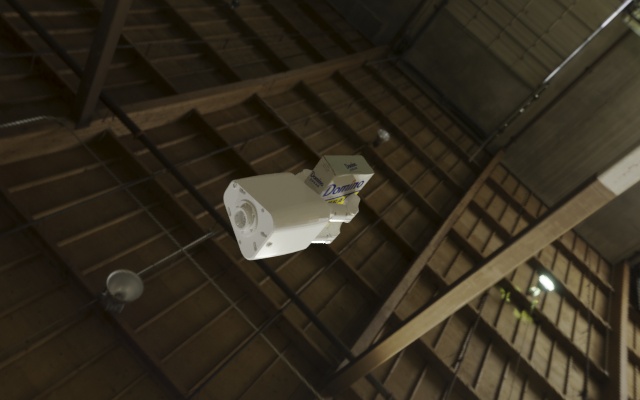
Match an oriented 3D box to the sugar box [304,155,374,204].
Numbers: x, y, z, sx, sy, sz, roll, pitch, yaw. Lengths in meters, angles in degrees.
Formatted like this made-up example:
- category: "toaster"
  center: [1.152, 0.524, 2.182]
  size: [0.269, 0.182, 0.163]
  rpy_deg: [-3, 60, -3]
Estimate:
- category: "sugar box"
  center: [0.000, 0.003, 0.768]
  size: [0.093, 0.048, 0.176]
  rpy_deg: [-6, -34, -45]
